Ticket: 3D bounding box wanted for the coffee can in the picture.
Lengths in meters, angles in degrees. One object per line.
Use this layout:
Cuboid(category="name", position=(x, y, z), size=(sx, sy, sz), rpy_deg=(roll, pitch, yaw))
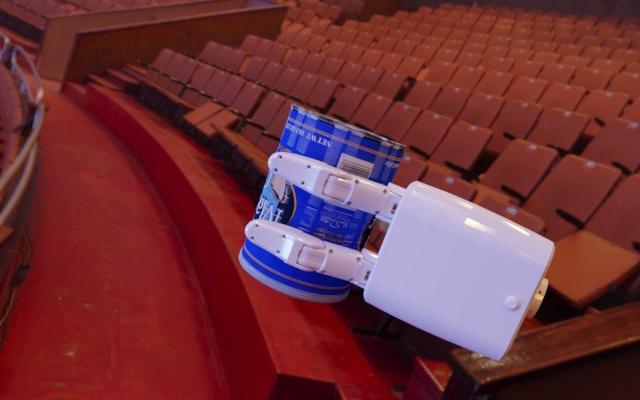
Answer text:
Cuboid(category="coffee can", position=(0.000, 0.001, 0.412), size=(0.103, 0.140, 0.103), rpy_deg=(20, 11, -4))
